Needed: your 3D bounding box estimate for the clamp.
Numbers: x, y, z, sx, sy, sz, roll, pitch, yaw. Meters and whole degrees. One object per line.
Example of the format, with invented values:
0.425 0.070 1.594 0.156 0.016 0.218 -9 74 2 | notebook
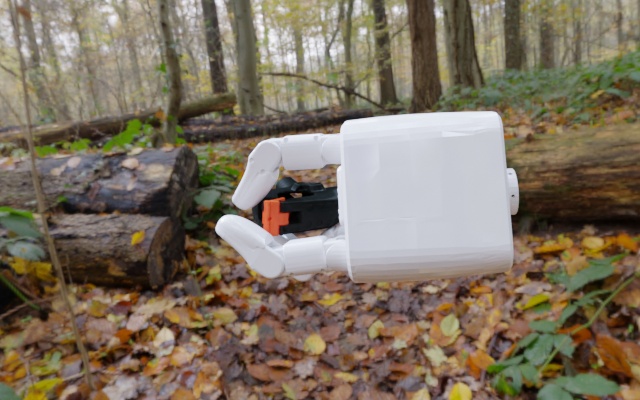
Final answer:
0.000 0.001 0.429 0.120 0.039 0.171 -3 11 11 | clamp
